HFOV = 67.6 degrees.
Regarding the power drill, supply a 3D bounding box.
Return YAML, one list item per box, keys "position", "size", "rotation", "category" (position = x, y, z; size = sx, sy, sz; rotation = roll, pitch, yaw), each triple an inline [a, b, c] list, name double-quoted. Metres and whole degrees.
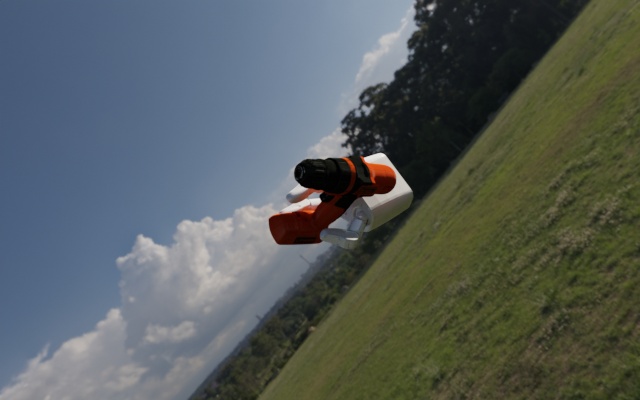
- position: [0.000, 0.003, 0.722]
  size: [0.184, 0.057, 0.188]
  rotation: [3, -33, -41]
  category: "power drill"
